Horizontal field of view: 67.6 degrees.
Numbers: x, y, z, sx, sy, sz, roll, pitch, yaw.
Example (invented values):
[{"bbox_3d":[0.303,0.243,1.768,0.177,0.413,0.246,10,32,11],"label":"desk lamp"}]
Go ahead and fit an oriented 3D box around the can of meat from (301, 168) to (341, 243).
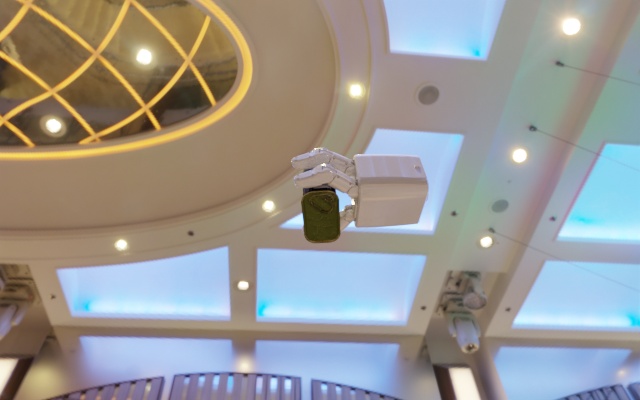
[{"bbox_3d":[0.000,0.002,0.761,0.057,0.102,0.084,-4,38,1],"label":"can of meat"}]
